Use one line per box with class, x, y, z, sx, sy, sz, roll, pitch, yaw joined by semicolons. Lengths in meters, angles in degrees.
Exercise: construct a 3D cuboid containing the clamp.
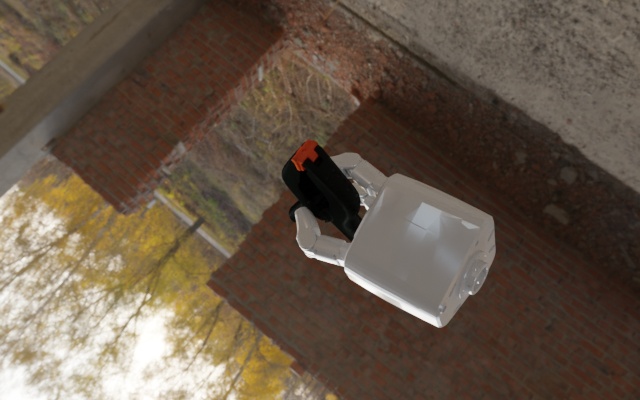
clamp;0.000;0.002;0.543;0.164;0.036;0.210;23;-22;33
